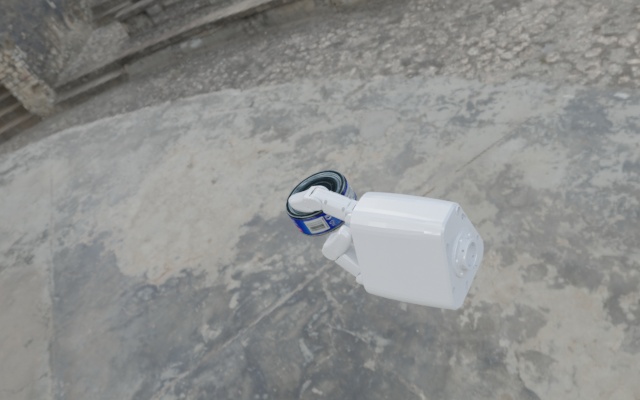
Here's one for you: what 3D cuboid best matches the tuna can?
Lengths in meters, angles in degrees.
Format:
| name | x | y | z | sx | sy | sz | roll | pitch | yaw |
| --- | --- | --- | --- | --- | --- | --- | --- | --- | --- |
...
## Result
| name | x | y | z | sx | sy | sz | roll | pitch | yaw |
| --- | --- | --- | --- | --- | --- | --- | --- | --- | --- |
| tuna can | 0.000 | 0.002 | 0.595 | 0.086 | 0.086 | 0.034 | 0 | -44 | 39 |
